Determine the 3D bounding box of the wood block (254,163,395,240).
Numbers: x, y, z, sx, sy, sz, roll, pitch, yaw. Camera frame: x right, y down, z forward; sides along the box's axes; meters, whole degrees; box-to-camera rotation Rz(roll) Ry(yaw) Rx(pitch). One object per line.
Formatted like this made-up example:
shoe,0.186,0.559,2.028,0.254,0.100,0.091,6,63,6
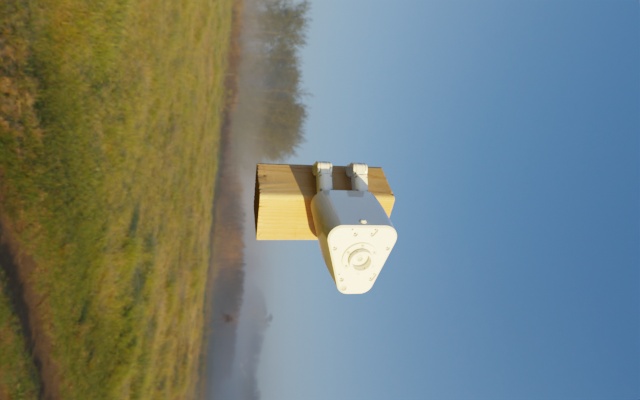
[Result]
wood block,0.000,0.003,0.765,0.206,0.091,0.090,1,38,-13
